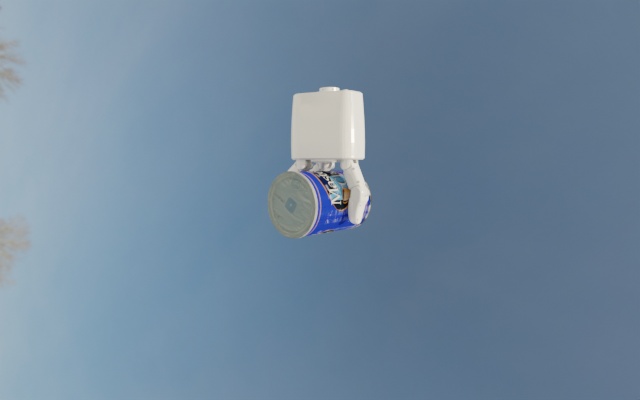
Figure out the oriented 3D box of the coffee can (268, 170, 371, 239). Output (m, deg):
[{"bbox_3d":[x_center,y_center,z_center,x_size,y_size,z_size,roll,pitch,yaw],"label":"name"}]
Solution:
[{"bbox_3d":[0.000,0.003,0.773,0.103,0.103,0.140,0,4,41],"label":"coffee can"}]
